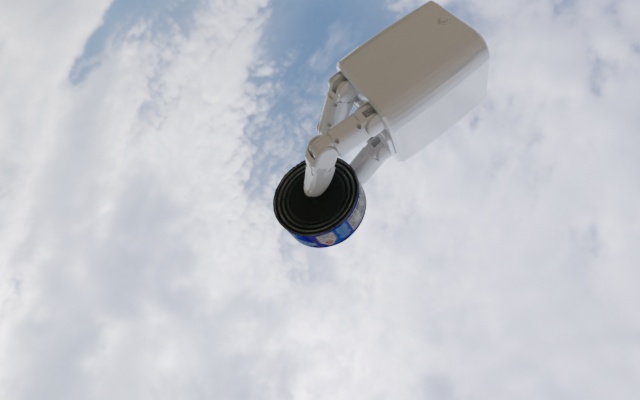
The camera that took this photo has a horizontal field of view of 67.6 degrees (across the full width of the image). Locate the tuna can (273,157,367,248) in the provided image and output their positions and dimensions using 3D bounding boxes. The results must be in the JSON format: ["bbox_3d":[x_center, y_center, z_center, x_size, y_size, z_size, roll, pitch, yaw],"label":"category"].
[{"bbox_3d":[0.000,0.002,0.459,0.086,0.086,0.034,0,-28,23],"label":"tuna can"}]
